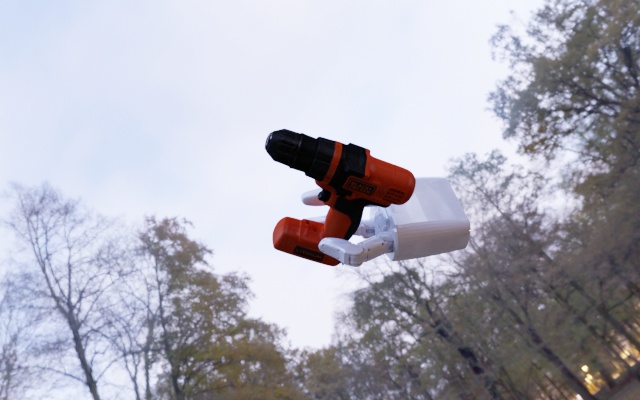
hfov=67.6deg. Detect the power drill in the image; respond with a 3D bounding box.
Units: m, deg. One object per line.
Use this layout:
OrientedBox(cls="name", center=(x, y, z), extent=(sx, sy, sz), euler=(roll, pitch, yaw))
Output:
OrientedBox(cls="power drill", center=(0.000, 0.002, 0.604), extent=(0.184, 0.057, 0.188), euler=(19, -43, -11))
